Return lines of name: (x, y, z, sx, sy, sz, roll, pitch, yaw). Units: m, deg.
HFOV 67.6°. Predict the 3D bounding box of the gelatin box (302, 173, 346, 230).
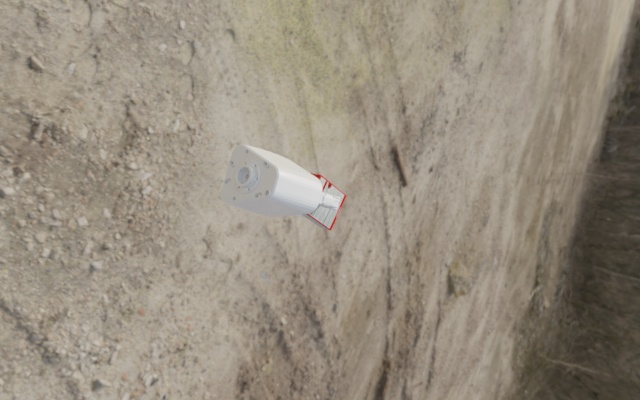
gelatin box: (0.001, 0.003, 0.850, 0.030, 0.073, 0.089, 14, -15, 41)
